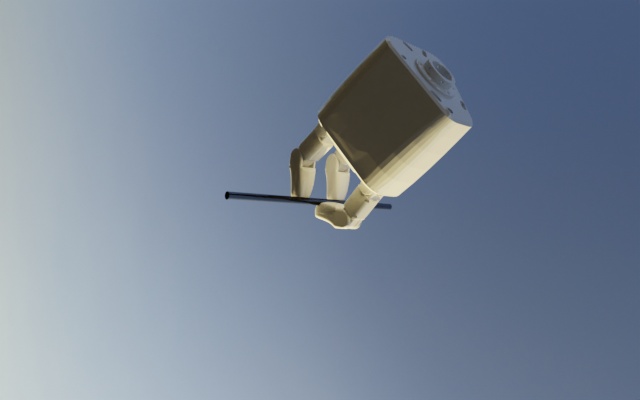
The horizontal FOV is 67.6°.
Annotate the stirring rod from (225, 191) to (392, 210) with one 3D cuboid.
[{"bbox_3d":[0.000,0.002,0.533,0.239,0.011,0.011,4,-3,-42],"label":"stirring rod"}]
